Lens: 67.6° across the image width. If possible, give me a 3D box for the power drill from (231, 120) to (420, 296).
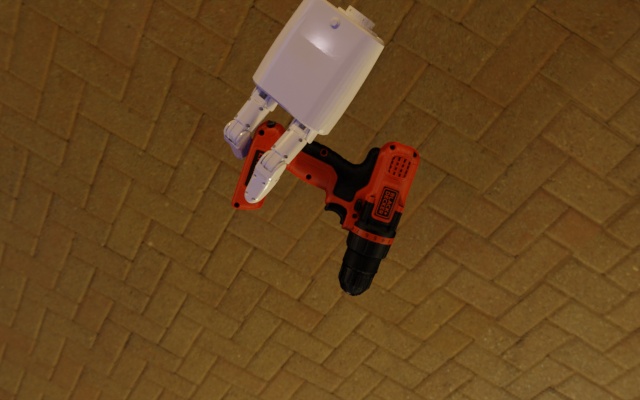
[{"bbox_3d":[0.000,0.001,0.542,0.187,0.184,0.057,19,8,-5],"label":"power drill"}]
